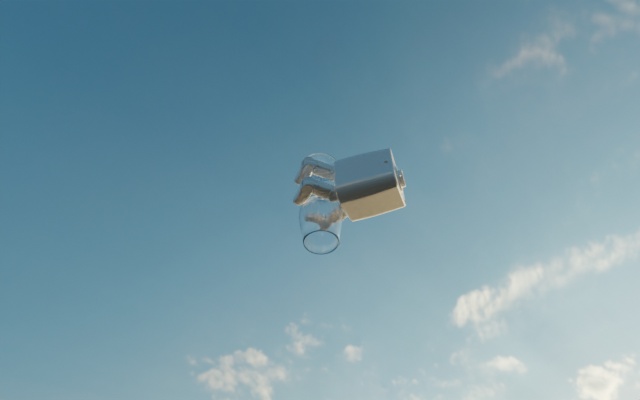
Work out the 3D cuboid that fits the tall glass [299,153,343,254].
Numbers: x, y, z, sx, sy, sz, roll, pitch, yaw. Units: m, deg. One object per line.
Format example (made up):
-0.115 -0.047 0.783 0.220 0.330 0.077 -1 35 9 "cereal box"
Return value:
0.000 0.002 0.879 0.079 0.079 0.200 0 44 0 "tall glass"
